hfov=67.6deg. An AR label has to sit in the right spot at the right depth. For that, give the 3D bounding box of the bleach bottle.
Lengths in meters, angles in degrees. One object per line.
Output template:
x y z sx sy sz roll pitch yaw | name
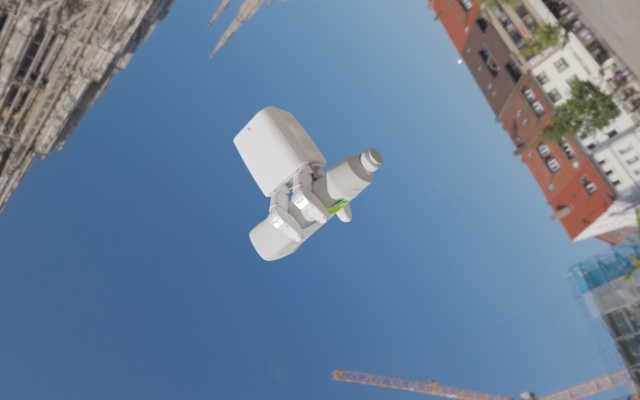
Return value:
0.000 0.002 0.738 0.251 0.068 0.102 -39 -10 32 | bleach bottle
